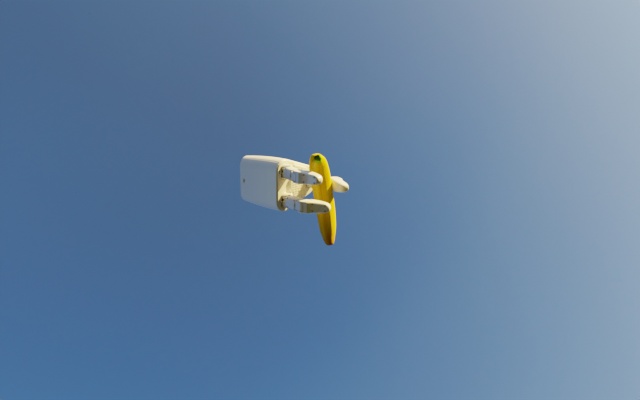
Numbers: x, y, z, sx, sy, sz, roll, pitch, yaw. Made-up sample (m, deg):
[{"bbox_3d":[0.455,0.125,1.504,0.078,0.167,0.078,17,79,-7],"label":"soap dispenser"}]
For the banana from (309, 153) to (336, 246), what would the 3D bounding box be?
[{"bbox_3d":[0.002,-0.010,0.885,0.037,0.198,0.069,-3,34,12],"label":"banana"}]
